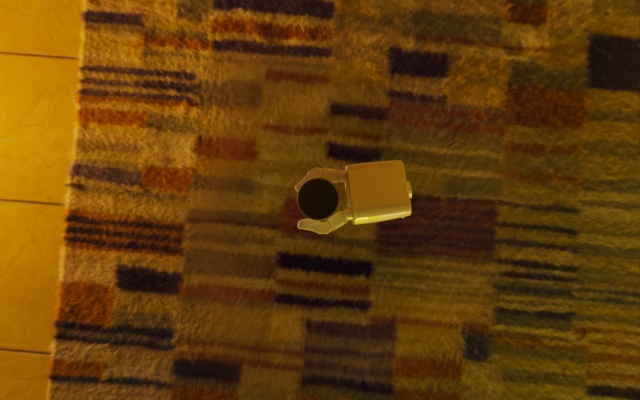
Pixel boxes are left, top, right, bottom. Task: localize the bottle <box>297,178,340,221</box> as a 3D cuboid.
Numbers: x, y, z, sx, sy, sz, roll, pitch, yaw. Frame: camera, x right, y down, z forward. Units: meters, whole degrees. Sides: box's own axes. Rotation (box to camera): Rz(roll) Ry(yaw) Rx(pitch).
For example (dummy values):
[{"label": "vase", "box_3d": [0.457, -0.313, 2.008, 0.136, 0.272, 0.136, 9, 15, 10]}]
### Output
[{"label": "bottle", "box_3d": [0.000, 0.003, 0.883, 0.069, 0.069, 0.296, 0, -2, 1]}]
